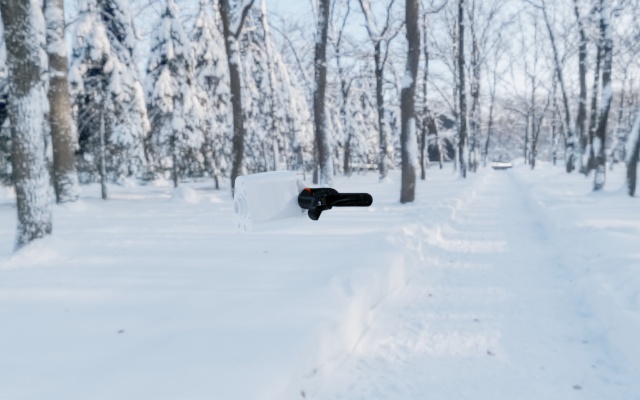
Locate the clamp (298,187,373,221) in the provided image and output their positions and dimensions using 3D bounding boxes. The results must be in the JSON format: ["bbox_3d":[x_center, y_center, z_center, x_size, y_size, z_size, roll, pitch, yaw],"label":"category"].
[{"bbox_3d":[0.000,0.002,0.865,0.120,0.039,0.171,-10,9,-31],"label":"clamp"}]
